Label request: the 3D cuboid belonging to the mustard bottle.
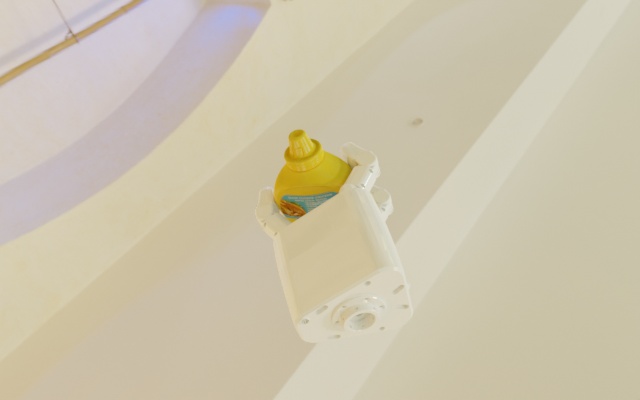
[{"bbox_3d":[0.000,0.002,0.540,0.096,0.058,0.192,-3,-46,18],"label":"mustard bottle"}]
